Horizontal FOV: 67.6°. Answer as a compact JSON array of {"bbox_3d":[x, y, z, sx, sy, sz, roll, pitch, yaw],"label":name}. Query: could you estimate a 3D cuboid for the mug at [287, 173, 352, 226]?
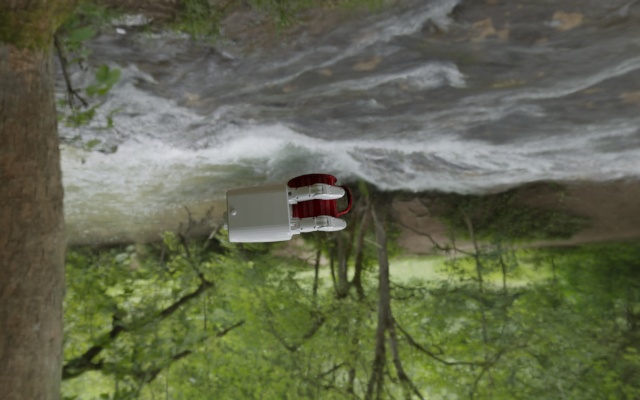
[{"bbox_3d":[0.002,0.003,0.878,0.117,0.081,0.093,-4,-16,-5],"label":"mug"}]
